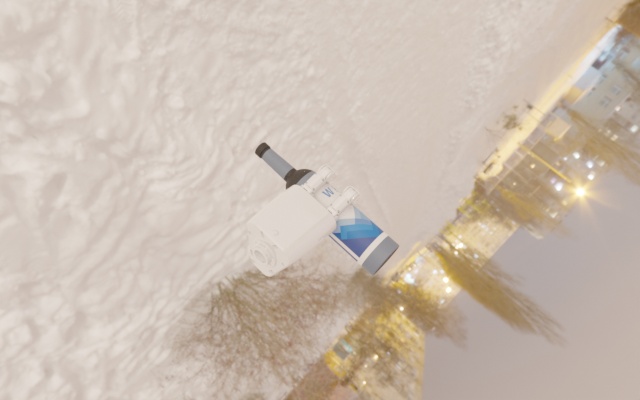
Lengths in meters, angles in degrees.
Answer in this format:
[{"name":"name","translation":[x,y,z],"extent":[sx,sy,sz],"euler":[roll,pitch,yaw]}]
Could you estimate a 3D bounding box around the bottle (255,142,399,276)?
[{"name":"bottle","translation":[0.000,0.003,0.809],"extent":[0.295,0.069,0.069],"euler":[42,12,13]}]
